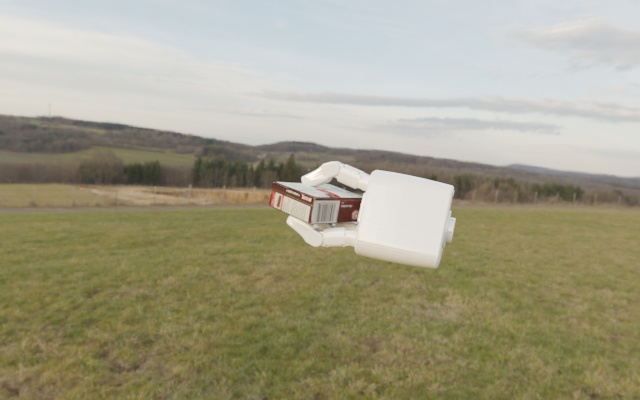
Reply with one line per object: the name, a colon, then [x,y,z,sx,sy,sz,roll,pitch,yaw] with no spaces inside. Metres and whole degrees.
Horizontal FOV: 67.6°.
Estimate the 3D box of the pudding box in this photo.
pudding box: [0.000,0.002,0.664,0.113,0.039,0.090,2,13,-45]
